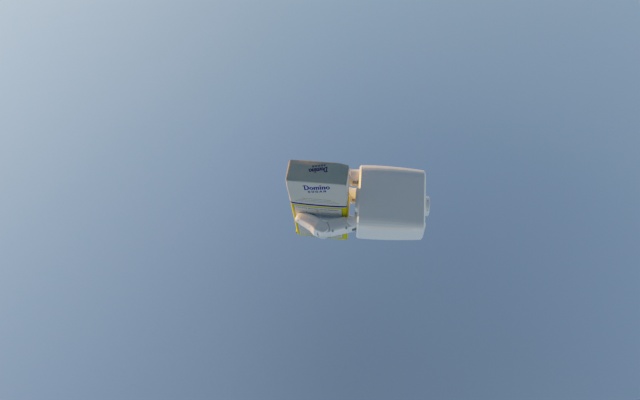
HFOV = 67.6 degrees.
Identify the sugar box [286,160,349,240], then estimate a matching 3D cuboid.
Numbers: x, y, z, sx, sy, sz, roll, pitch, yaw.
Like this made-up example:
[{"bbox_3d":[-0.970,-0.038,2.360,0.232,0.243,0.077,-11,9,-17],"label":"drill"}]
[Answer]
[{"bbox_3d":[0.000,0.002,0.777,0.093,0.048,0.176,5,-33,6],"label":"sugar box"}]
